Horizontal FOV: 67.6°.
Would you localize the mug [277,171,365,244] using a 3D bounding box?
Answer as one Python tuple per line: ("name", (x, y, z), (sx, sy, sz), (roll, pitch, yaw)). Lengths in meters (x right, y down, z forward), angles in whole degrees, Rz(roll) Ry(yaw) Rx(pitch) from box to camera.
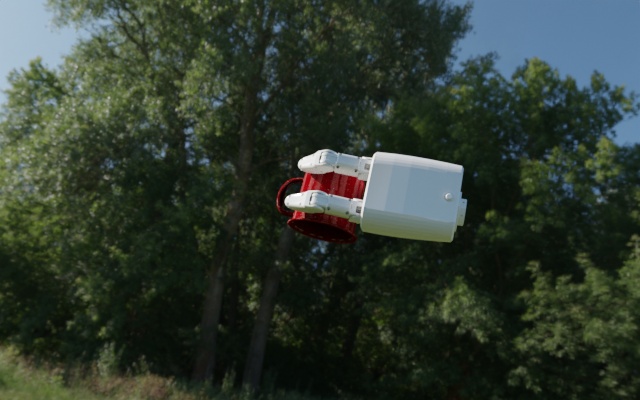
("mug", (-0.001, 0.002, 0.635), (0.117, 0.081, 0.093), (10, -18, 13))
